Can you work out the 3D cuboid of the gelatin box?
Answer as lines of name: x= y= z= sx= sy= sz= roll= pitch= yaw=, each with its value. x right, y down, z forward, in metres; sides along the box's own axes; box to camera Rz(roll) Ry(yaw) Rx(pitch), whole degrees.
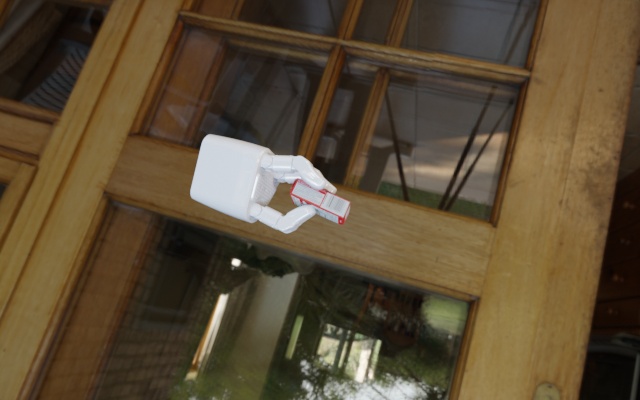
gelatin box: x=0.000 y=0.003 z=0.720 sx=0.089 sy=0.030 sz=0.073 roll=24 pitch=-10 yaw=7
